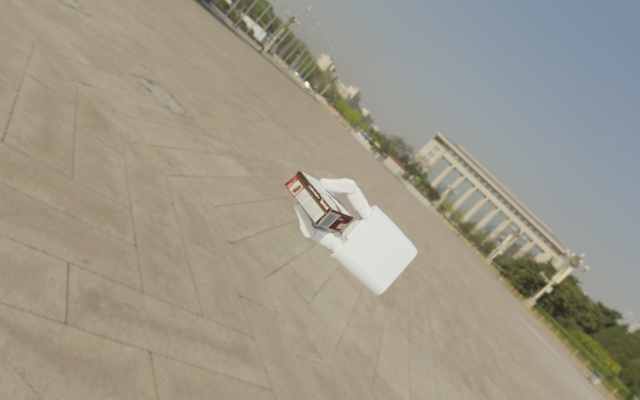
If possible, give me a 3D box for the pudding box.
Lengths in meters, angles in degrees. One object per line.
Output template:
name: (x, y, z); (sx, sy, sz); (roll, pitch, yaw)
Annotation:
pudding box: (0.000, 0.003, 0.791); (0.039, 0.090, 0.113); (-43, -21, 9)
